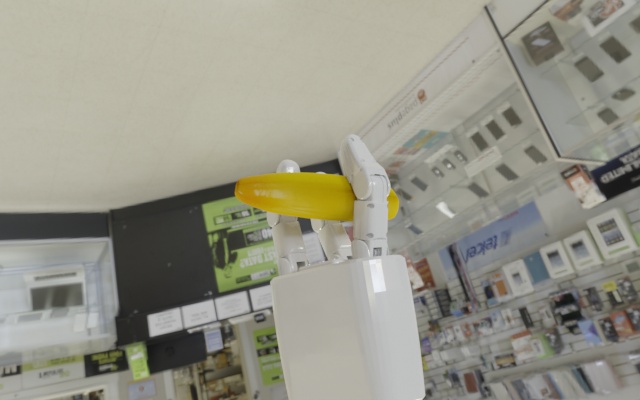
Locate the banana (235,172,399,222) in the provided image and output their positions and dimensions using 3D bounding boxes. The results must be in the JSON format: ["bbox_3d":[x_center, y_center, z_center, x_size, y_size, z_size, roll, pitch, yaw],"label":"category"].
[{"bbox_3d":[0.017,0.000,0.406,0.069,0.037,0.198,-5,-6,34],"label":"banana"}]
